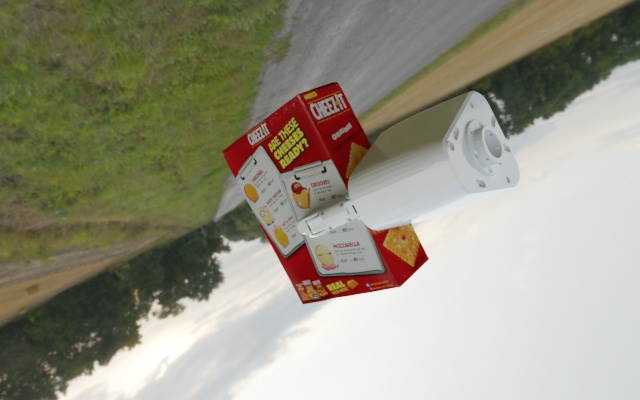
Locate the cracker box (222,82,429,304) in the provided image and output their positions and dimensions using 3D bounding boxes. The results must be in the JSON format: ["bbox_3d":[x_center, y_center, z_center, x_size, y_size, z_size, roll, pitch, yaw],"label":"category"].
[{"bbox_3d":[0.000,0.002,0.539,0.072,0.214,0.164,-30,5,-42],"label":"cracker box"}]
